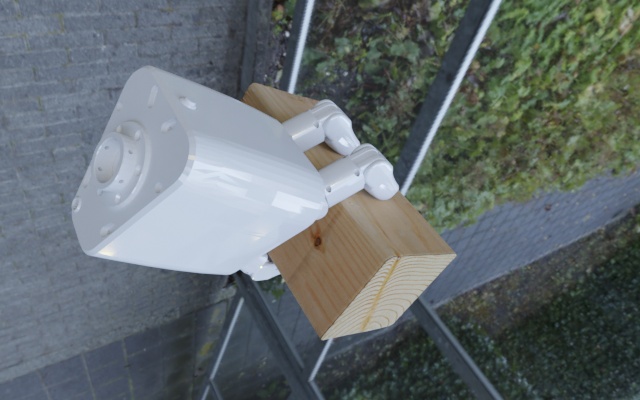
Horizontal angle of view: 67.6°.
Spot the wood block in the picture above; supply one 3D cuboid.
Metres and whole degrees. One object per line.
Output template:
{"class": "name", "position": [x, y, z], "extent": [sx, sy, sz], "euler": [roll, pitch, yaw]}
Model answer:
{"class": "wood block", "position": [0.000, 0.002, 0.406], "extent": [0.090, 0.091, 0.206], "euler": [4, 40, -45]}
